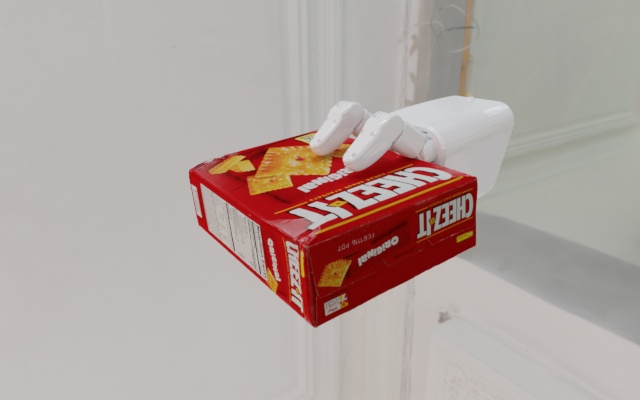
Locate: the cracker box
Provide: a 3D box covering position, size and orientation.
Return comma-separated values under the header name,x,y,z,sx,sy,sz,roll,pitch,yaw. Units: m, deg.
name,x,y,z,sx,sy,sz,roll,pitch,yaw
cracker box,0.000,0.001,0.422,0.164,0.072,0.213,-20,27,-29
